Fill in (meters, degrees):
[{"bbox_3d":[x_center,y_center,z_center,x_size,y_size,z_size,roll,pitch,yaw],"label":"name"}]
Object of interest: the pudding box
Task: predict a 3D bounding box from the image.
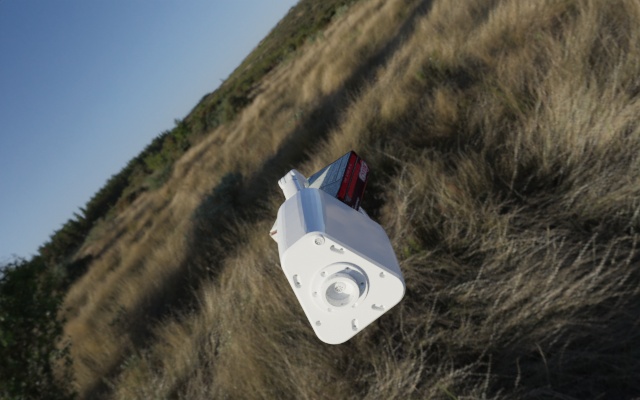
[{"bbox_3d":[0.000,0.002,0.556,0.113,0.039,0.090,-28,26,36],"label":"pudding box"}]
